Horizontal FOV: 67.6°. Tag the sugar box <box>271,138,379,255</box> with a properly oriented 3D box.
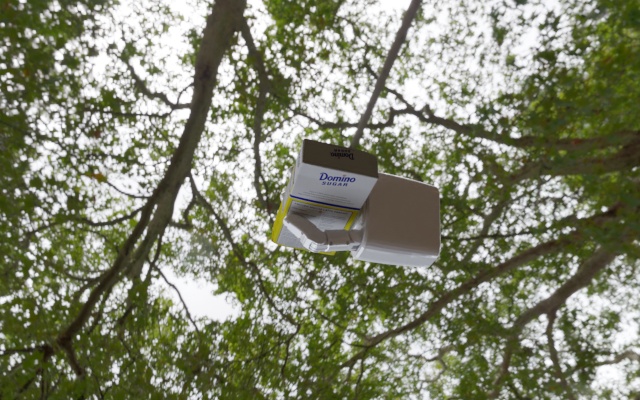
[{"bbox_3d":[0.000,0.002,0.609,0.093,0.048,0.176,12,-41,-12],"label":"sugar box"}]
